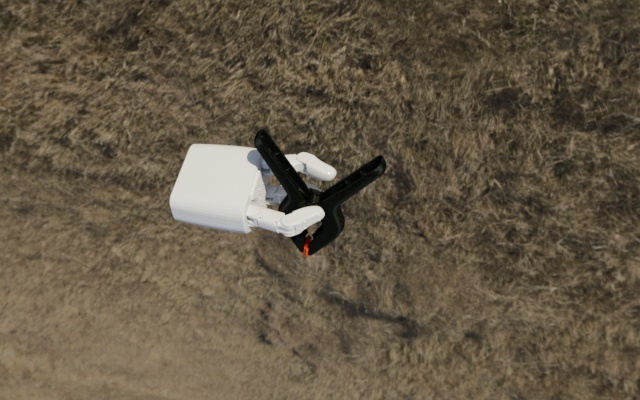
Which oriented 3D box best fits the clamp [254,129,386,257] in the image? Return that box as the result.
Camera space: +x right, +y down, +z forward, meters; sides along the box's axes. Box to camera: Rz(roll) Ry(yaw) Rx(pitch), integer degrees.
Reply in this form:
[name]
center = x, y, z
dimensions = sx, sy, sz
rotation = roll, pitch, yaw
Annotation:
[clamp]
center = 0.000, 0.003, 0.642
dimensions = 0.164, 0.210, 0.036
rotation = 9, 45, 10
